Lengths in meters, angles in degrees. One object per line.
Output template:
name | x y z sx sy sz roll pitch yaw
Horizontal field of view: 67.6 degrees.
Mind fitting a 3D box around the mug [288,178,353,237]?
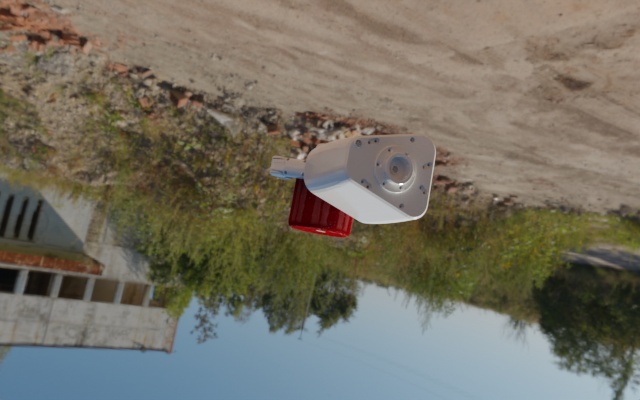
mug | -0.001 0.002 0.631 0.093 0.081 0.117 13 -8 -21
